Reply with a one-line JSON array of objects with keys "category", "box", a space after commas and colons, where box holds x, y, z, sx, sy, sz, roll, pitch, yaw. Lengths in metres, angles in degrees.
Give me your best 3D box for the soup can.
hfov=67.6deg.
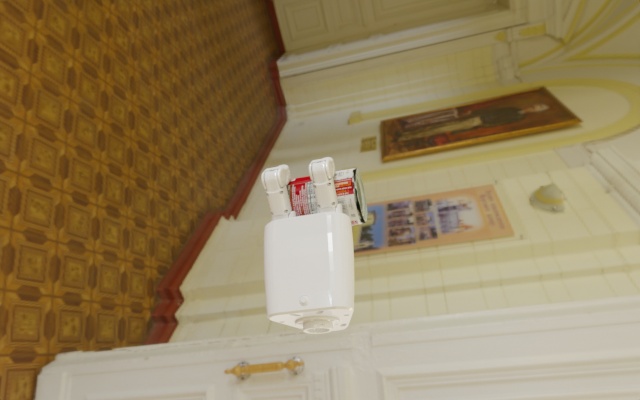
[{"category": "soup can", "box": [0.000, 0.001, 0.574, 0.102, 0.068, 0.068, -9, -2, 13]}]
